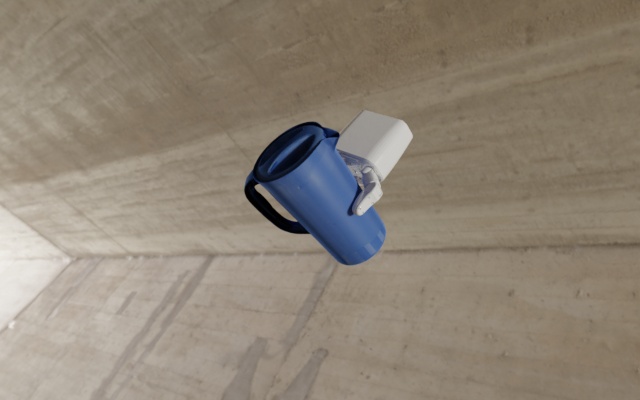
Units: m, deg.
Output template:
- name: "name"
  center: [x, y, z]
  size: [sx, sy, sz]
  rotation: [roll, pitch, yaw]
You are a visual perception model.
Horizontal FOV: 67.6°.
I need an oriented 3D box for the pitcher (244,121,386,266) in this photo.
- name: "pitcher"
  center: [0.000, 0.002, 0.799]
  size: [0.149, 0.145, 0.243]
  rotation: [11, -33, 51]
